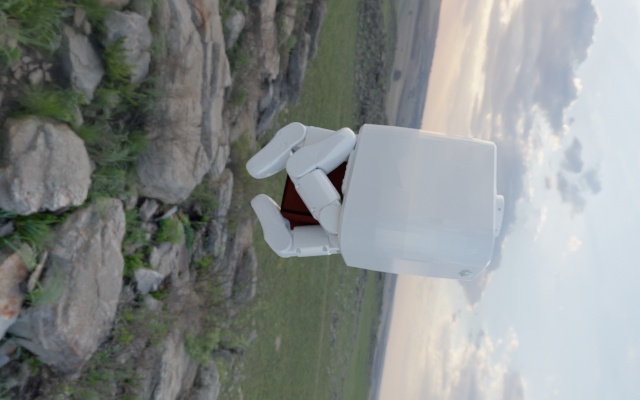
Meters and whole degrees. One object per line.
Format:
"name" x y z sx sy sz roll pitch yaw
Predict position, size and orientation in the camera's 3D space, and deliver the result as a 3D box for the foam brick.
"foam brick" 0.000 0.001 0.428 0.051 0.053 0.078 7 -17 10
